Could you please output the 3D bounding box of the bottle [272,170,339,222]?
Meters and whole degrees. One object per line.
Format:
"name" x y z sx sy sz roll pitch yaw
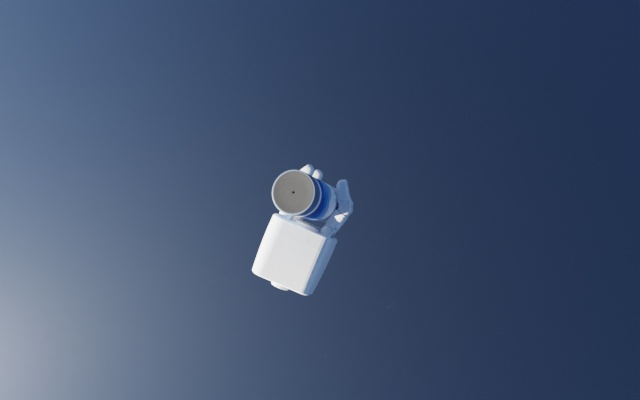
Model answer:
"bottle" 0.000 0.003 0.826 0.069 0.069 0.296 0 -6 16
